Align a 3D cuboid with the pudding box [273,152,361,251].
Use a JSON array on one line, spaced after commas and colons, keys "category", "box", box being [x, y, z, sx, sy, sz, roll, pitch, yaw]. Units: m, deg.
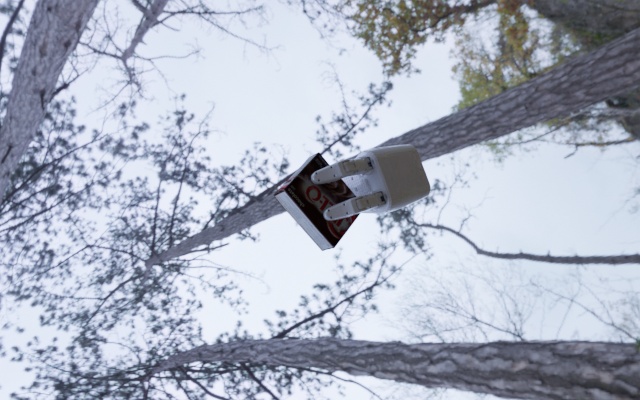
[{"category": "pudding box", "box": [0.000, 0.002, 0.688, 0.039, 0.113, 0.090, -27, 19, 52]}]
